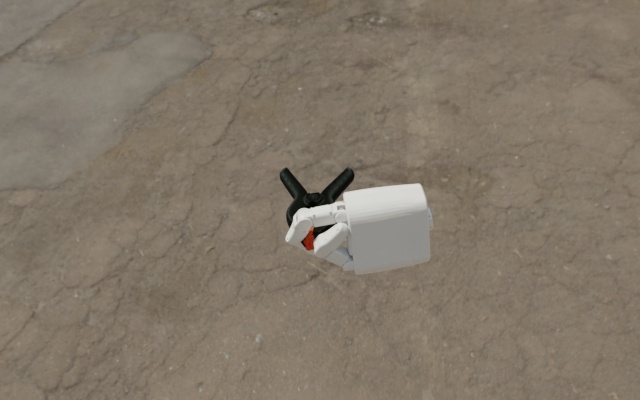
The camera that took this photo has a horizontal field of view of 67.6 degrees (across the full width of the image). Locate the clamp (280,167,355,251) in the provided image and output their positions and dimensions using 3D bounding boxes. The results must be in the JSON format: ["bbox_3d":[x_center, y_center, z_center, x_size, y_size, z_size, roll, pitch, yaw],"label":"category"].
[{"bbox_3d":[0.000,0.002,0.725,0.120,0.039,0.171,-10,44,2],"label":"clamp"}]
